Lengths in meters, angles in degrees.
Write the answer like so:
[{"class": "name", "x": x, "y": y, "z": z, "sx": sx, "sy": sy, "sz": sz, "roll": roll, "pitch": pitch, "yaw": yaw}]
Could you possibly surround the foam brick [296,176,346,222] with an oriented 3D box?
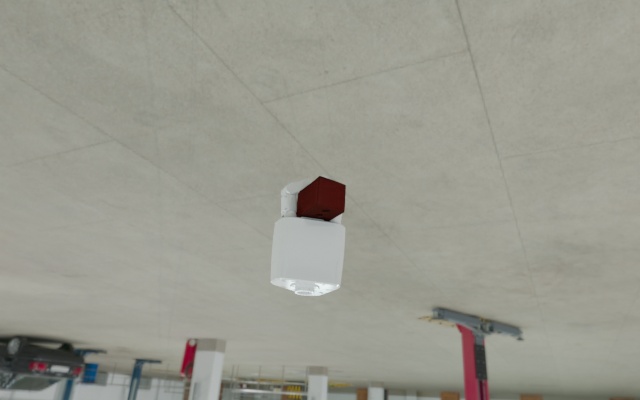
[{"class": "foam brick", "x": 0.000, "y": 0.002, "z": 0.790, "sx": 0.053, "sy": 0.051, "sz": 0.078, "roll": 16, "pitch": -27, "yaw": -24}]
